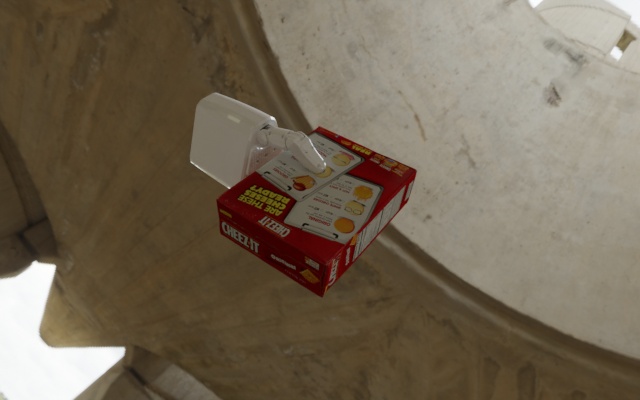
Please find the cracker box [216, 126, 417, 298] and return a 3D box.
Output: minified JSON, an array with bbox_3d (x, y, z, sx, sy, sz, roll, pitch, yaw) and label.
[{"bbox_3d":[0.000,0.002,0.620,0.164,0.072,0.213,28,47,23],"label":"cracker box"}]
